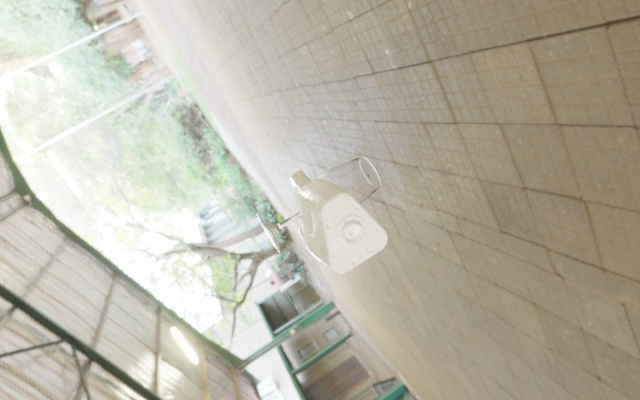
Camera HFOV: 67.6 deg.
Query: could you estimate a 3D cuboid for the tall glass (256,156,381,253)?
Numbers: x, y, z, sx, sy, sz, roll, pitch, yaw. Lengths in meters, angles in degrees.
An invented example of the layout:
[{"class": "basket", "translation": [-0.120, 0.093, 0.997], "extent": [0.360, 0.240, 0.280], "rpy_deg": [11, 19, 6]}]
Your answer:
[{"class": "tall glass", "translation": [-0.001, 0.003, 0.782], "extent": [0.201, 0.079, 0.079], "rpy_deg": [-31, 6, -11]}]
